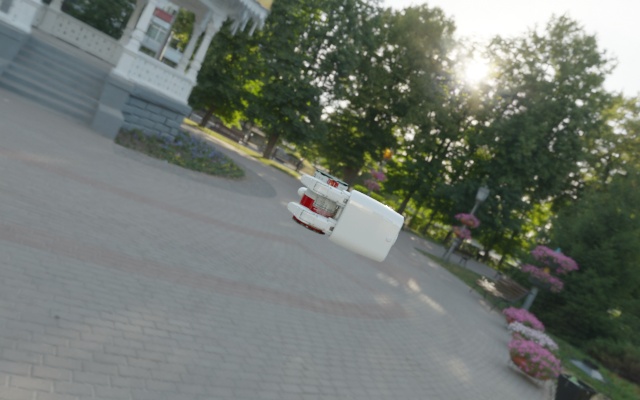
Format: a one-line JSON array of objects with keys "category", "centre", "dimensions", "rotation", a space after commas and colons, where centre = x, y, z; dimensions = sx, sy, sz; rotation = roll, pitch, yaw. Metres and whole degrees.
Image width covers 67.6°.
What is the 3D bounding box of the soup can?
[{"category": "soup can", "centre": [0.000, 0.002, 0.874], "dimensions": [0.068, 0.102, 0.068], "rotation": [26, 5, -2]}]
